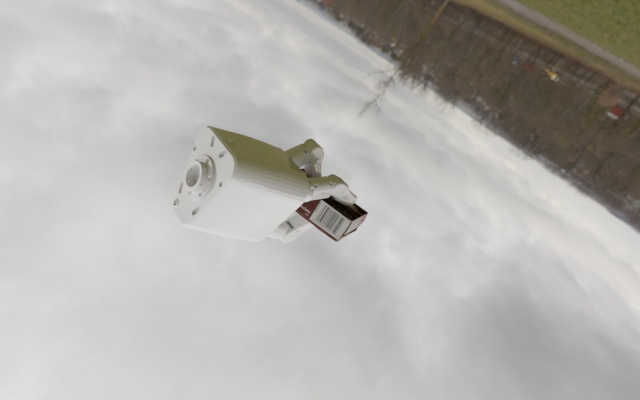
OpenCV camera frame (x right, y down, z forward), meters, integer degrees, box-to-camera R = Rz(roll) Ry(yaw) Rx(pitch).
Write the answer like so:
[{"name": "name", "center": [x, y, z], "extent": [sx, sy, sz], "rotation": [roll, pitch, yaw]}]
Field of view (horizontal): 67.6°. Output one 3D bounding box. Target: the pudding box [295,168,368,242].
[{"name": "pudding box", "center": [0.000, 0.002, 0.631], "extent": [0.113, 0.039, 0.090], "rotation": [38, 17, 11]}]
